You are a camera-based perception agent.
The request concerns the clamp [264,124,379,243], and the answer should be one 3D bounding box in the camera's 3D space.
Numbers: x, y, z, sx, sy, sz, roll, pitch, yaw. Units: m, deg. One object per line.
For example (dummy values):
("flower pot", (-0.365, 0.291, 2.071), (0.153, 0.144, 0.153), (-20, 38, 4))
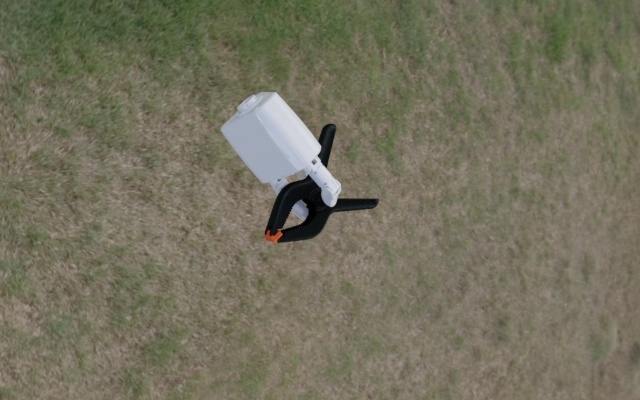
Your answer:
("clamp", (0.000, 0.003, 0.762), (0.210, 0.165, 0.036), (-49, 23, -22))
